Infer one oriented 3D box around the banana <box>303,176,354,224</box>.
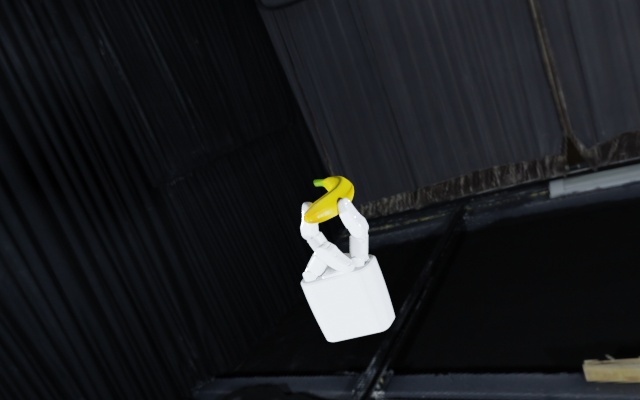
[{"bbox_3d":[0.018,-0.005,0.739,0.069,0.037,0.197,-19,13,9],"label":"banana"}]
